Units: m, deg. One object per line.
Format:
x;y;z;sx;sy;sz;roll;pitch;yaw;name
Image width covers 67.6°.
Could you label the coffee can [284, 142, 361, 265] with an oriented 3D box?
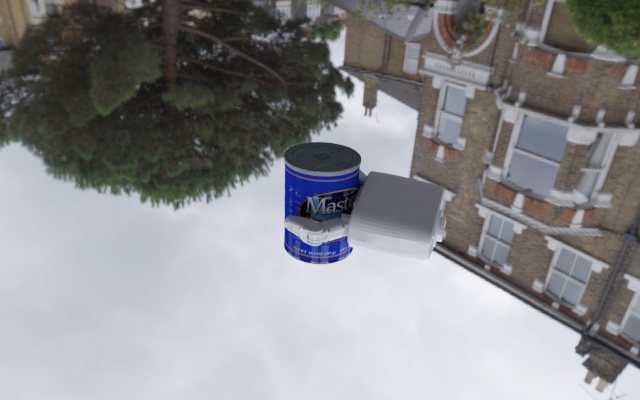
0.000;0.002;0.663;0.103;0.140;0.102;2;28;-1;coffee can
